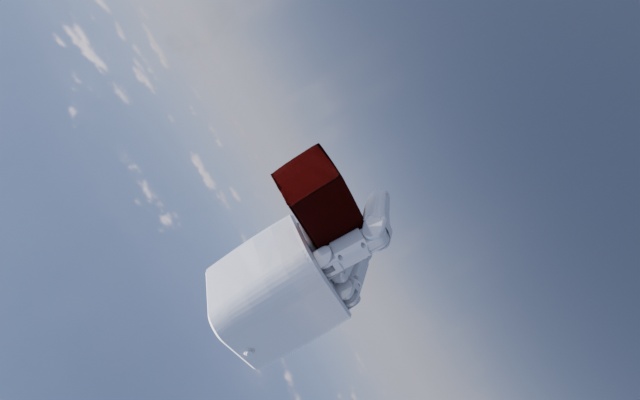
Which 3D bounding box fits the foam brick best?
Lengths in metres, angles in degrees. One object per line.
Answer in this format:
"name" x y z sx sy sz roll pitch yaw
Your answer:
"foam brick" 0.000 0.001 0.423 0.051 0.078 0.053 -31 43 -1
